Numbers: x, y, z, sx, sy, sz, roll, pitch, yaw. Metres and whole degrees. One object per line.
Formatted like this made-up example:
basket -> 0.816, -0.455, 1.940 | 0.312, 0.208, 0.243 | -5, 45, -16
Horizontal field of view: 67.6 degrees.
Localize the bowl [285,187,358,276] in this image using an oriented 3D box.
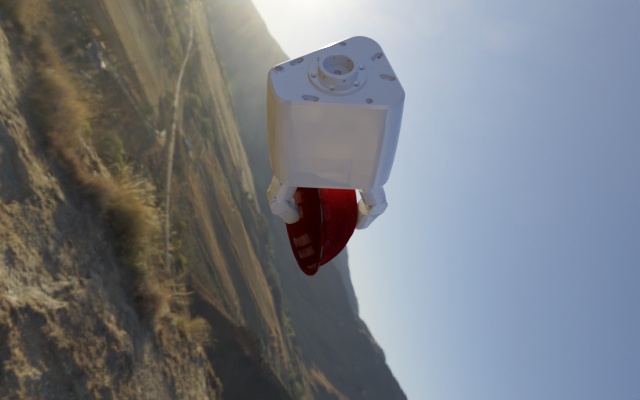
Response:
bowl -> 0.000, 0.002, 0.546 | 0.055, 0.162, 0.162 | -7, 2, -18
